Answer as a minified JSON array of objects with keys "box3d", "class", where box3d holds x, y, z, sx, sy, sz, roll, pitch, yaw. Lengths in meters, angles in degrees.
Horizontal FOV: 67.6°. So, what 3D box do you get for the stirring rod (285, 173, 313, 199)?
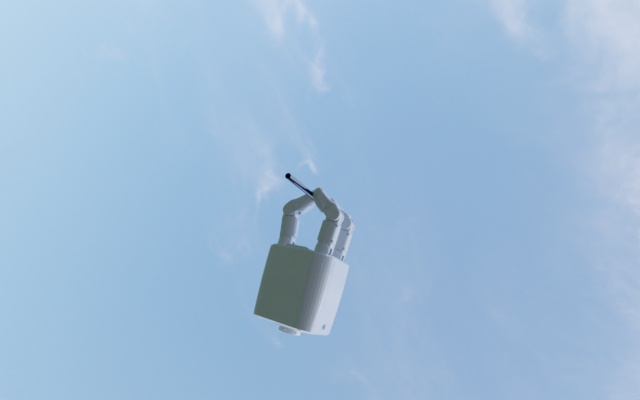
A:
[{"box3d":[0.000,0.002,0.708,0.011,0.011,0.239,0,-16,21],"class":"stirring rod"}]
